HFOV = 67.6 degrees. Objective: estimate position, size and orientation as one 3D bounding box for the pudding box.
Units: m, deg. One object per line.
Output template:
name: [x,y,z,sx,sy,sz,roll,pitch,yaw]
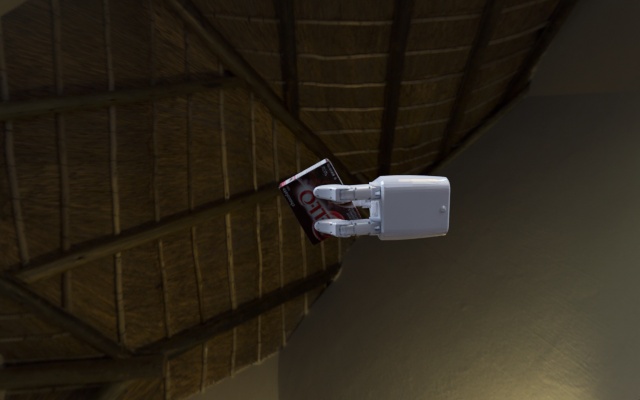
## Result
pudding box: [0.000,0.002,0.760,0.090,0.113,0.039,-29,12,4]
